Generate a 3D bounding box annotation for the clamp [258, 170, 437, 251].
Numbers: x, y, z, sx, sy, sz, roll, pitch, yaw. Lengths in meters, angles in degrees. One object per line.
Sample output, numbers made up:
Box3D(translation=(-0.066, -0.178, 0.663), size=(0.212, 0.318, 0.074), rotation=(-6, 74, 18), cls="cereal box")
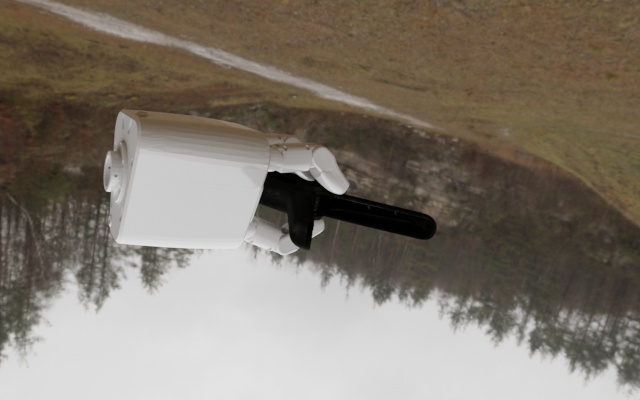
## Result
Box3D(translation=(-0.001, 0.002, 0.482), size=(0.164, 0.036, 0.210), rotation=(3, 15, -34), cls="clamp")
